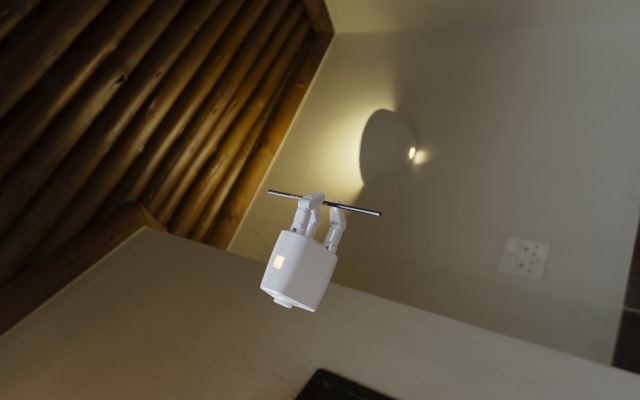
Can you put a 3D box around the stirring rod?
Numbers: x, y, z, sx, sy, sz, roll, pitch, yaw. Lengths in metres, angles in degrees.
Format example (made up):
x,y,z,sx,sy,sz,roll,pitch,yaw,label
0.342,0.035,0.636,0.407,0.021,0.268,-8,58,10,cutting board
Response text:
x,y,z,sx,sy,sz,roll,pitch,yaw,label
0.000,0.003,0.859,0.239,0.011,0.011,11,6,32,stirring rod
